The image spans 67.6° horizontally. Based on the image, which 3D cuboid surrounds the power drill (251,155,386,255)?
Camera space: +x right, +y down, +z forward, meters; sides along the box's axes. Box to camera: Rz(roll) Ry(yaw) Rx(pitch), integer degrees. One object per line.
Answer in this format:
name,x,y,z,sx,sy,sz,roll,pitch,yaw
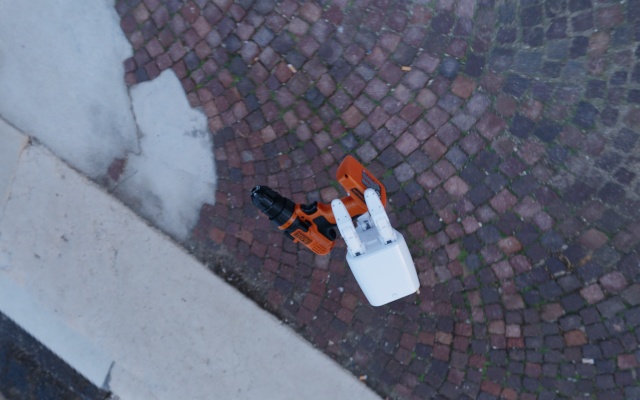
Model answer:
power drill,0.001,0.003,0.803,0.188,0.057,0.184,-32,-56,33
